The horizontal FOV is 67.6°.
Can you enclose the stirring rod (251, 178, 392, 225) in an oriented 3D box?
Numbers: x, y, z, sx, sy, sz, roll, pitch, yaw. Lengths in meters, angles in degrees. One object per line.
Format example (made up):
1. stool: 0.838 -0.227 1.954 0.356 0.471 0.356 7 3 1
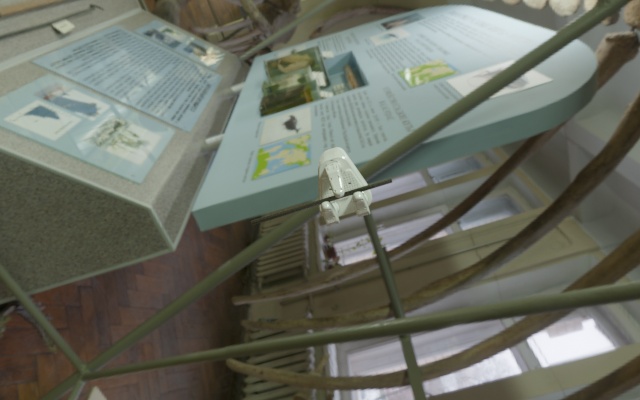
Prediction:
1. stirring rod: 0.000 0.003 0.780 0.239 0.011 0.011 -17 -2 6
